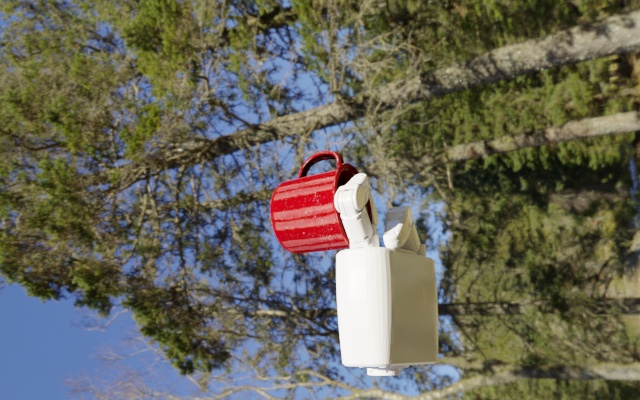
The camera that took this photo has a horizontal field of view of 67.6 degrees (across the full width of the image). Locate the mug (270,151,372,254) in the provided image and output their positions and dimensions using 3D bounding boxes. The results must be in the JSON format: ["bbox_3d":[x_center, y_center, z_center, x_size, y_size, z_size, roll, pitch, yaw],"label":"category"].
[{"bbox_3d":[0.000,0.000,0.516,0.081,0.117,0.093,-10,-20,27],"label":"mug"}]
